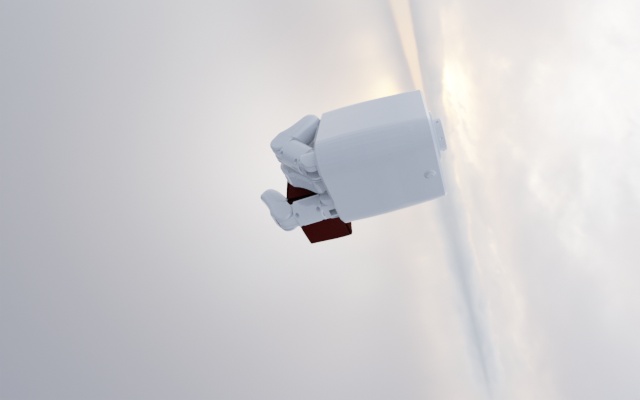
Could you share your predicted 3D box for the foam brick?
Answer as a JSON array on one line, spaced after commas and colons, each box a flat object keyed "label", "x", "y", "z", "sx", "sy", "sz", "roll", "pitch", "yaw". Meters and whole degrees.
[{"label": "foam brick", "x": 0.000, "y": 0.002, "z": 0.529, "sx": 0.051, "sy": 0.053, "sz": 0.078, "roll": -14, "pitch": -45, "yaw": 13}]
